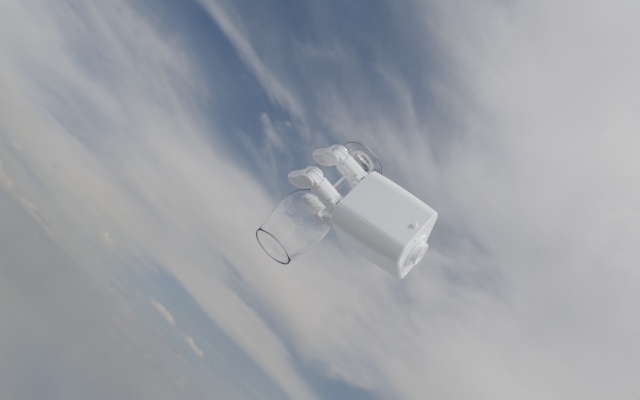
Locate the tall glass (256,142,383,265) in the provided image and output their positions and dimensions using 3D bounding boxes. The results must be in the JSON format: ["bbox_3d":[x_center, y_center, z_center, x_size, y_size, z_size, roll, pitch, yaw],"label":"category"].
[{"bbox_3d":[0.000,0.002,0.678,0.201,0.079,0.079,-43,23,-28],"label":"tall glass"}]
